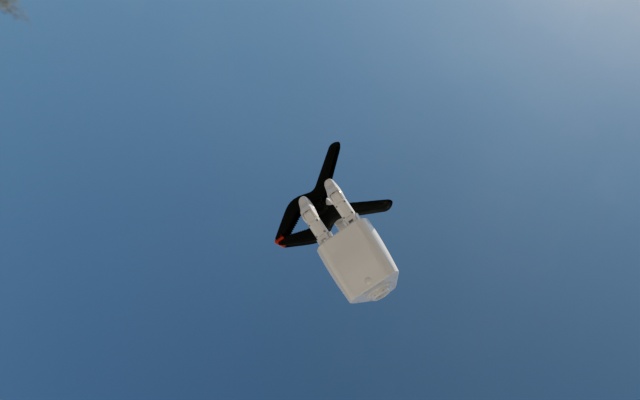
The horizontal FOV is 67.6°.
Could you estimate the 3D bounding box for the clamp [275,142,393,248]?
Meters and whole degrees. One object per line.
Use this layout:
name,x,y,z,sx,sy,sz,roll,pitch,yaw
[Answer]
clamp,0.000,0.004,0.849,0.210,0.164,0.036,-34,-26,6
